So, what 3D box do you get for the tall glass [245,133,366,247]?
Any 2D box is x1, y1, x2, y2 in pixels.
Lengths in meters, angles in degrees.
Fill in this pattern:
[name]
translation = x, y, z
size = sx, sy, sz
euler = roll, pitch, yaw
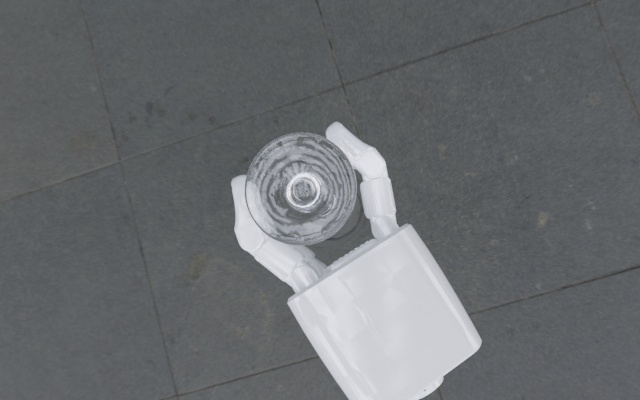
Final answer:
[tall glass]
translation = 0.000, 0.001, 0.408
size = 0.079, 0.079, 0.201
euler = 0, -5, 8
